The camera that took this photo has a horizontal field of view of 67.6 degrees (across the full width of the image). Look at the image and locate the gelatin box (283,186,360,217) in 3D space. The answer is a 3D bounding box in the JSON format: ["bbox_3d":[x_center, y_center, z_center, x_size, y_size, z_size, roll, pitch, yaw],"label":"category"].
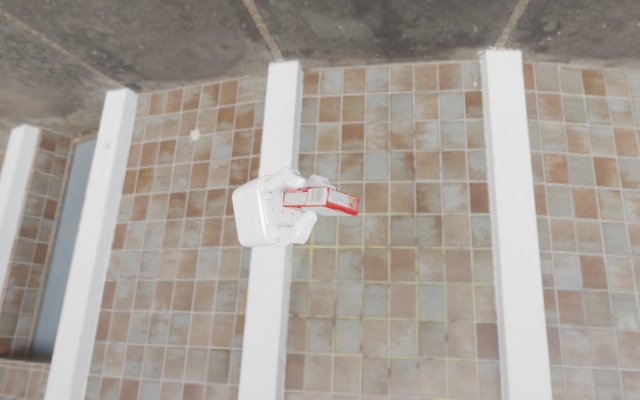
[{"bbox_3d":[0.000,0.003,0.698,0.089,0.030,0.073,-2,-14,43],"label":"gelatin box"}]
